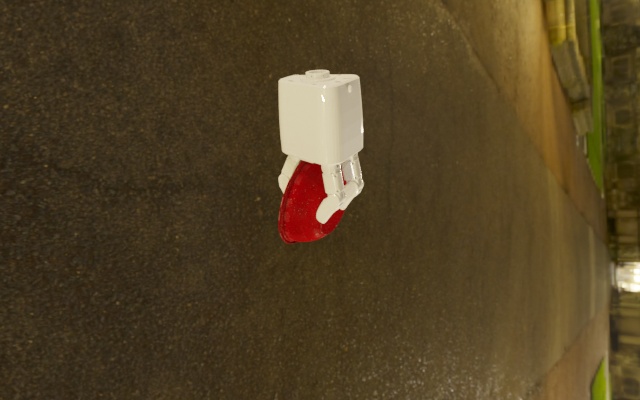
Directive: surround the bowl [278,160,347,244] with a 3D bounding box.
[{"bbox_3d":[0.001,0.004,0.756,0.055,0.162,0.162,21,8,22],"label":"bowl"}]
